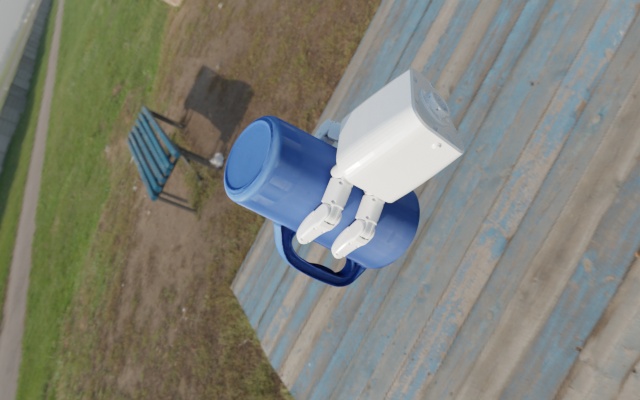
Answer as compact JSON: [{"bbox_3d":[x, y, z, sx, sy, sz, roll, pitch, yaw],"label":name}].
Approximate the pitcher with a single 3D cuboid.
[{"bbox_3d":[0.000,0.002,0.608,0.243,0.149,0.145,26,-46,-36],"label":"pitcher"}]
